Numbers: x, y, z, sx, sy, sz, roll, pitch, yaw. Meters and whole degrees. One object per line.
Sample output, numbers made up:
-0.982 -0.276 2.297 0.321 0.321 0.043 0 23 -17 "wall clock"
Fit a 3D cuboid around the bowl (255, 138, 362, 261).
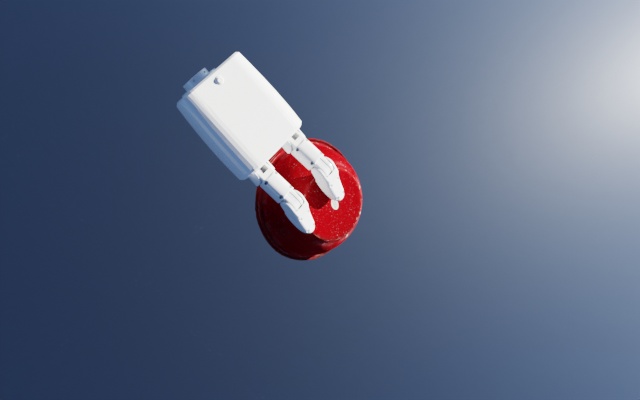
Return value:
0.001 0.003 0.609 0.162 0.162 0.055 0 6 -37 "bowl"
